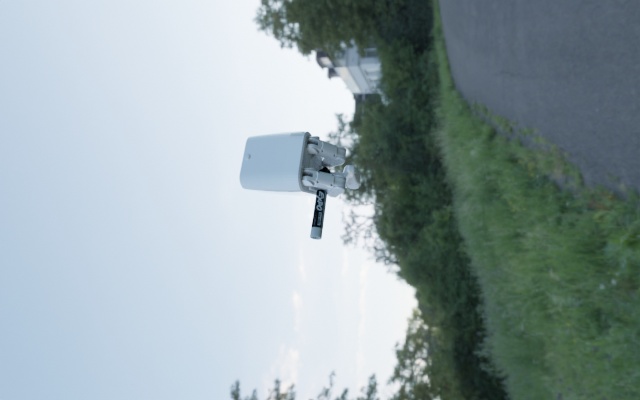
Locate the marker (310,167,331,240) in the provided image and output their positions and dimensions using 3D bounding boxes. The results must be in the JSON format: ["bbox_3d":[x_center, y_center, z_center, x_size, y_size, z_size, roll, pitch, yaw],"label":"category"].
[{"bbox_3d":[0.000,0.002,0.761,0.020,0.121,0.020,7,-20,3],"label":"marker"}]
